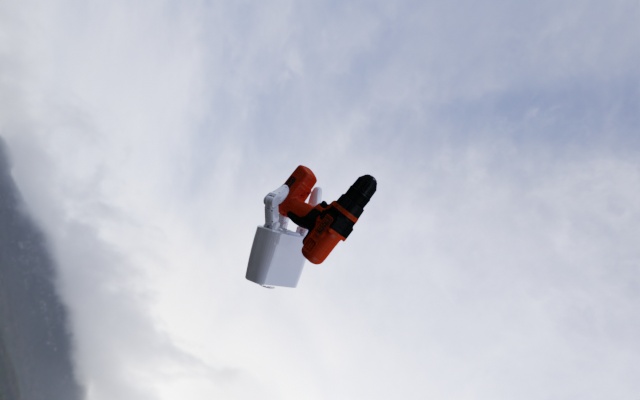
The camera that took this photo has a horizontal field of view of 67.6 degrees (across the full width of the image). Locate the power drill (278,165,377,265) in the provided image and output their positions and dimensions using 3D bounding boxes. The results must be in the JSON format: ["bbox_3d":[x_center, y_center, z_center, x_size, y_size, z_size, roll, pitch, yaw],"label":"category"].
[{"bbox_3d":[0.000,0.003,0.879,0.057,0.184,0.187,38,1,-40],"label":"power drill"}]
